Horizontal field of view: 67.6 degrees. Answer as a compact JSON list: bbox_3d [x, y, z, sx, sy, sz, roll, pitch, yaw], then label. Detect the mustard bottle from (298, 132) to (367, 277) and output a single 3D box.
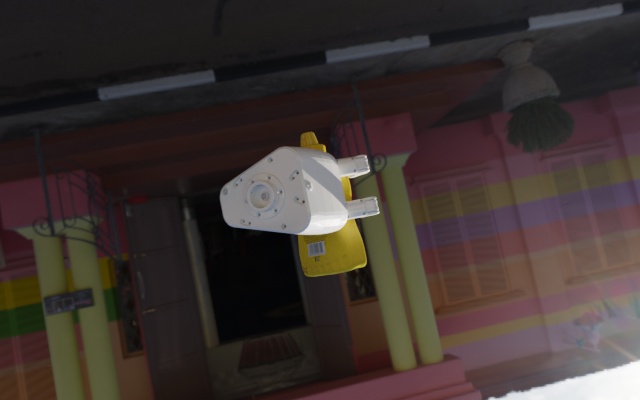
[{"bbox_3d":[0.000,0.002,0.643,0.058,0.191,0.096,-7,-6,-43],"label":"mustard bottle"}]
